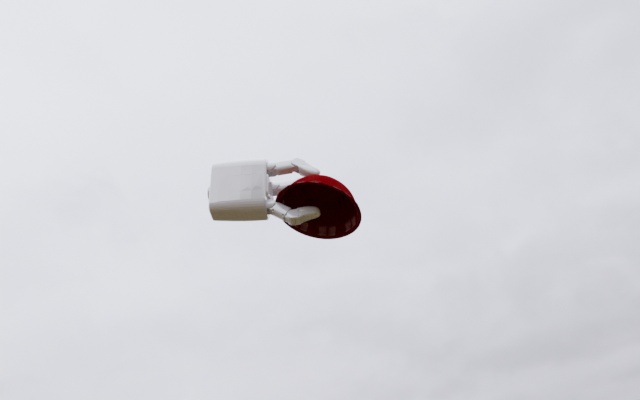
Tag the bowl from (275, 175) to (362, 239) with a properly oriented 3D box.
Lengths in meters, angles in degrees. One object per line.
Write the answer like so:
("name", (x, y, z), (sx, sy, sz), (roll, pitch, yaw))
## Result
("bowl", (0.002, 0.003, 0.890), (0.162, 0.055, 0.162), (9, -40, 7))
